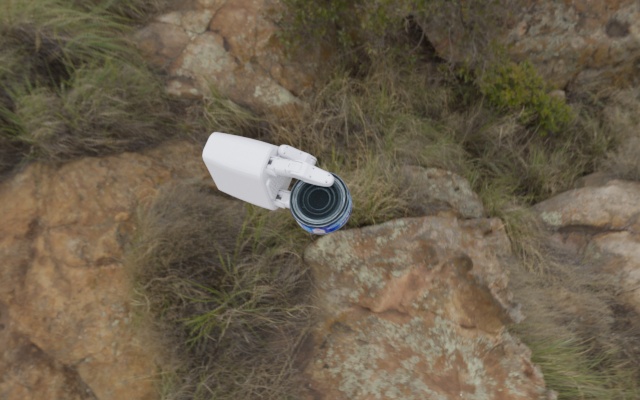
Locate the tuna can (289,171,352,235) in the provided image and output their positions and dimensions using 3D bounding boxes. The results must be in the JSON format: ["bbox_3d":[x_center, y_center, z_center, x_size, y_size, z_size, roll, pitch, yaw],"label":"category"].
[{"bbox_3d":[0.000,0.002,0.665,0.086,0.086,0.034,0,-20,11],"label":"tuna can"}]
